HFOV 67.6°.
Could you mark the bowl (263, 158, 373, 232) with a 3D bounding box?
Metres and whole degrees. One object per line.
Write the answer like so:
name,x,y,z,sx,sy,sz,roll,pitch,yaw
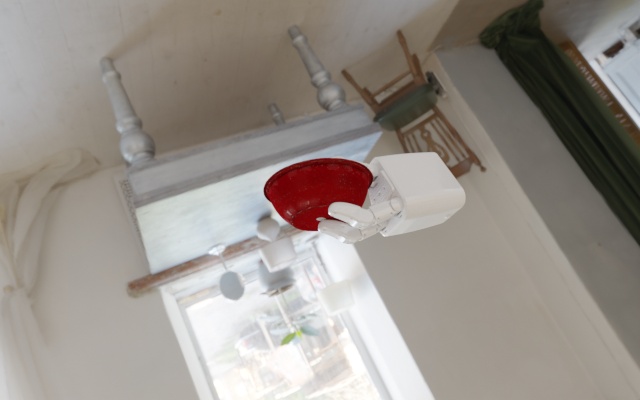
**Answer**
bowl,-0.001,0.003,0.687,0.162,0.055,0.162,-6,-25,-3
